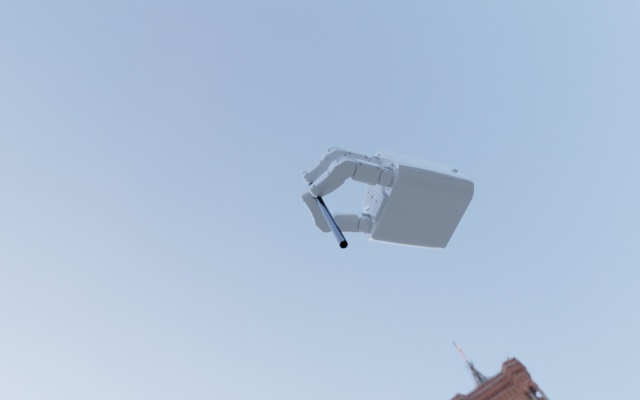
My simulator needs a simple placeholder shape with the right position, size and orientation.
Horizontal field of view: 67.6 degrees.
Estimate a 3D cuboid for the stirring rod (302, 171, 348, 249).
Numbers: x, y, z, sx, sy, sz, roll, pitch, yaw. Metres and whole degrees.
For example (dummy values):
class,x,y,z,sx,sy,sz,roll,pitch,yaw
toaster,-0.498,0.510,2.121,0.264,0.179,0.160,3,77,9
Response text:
class,x,y,z,sx,sy,sz,roll,pitch,yaw
stirring rod,0.000,0.002,0.541,0.011,0.011,0.239,0,18,-11
